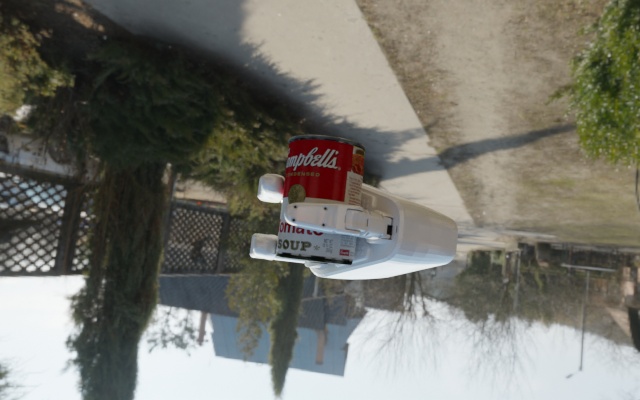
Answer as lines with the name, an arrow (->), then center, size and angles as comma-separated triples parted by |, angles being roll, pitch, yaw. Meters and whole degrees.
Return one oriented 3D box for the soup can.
soup can -> 0.000, 0.002, 0.412 | 0.068, 0.102, 0.068 | 7, -6, 1
